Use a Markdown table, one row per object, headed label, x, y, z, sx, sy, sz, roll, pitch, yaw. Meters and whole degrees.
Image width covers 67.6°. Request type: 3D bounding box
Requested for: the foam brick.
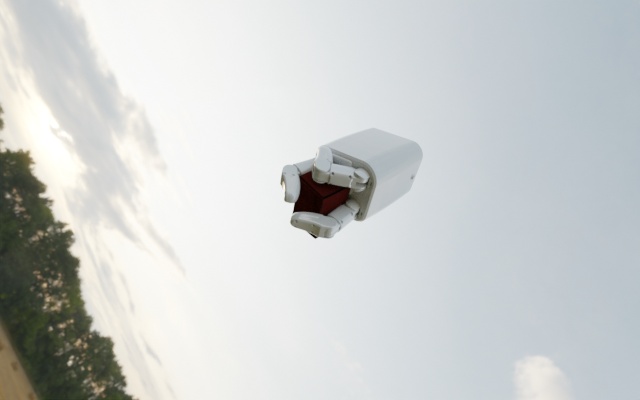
| label | x | y | z | sx | sy | sz | roll | pitch | yaw |
| --- | --- | --- | --- | --- | --- | --- | --- | --- | --- |
| foam brick | 0.000 | 0.002 | 0.645 | 0.051 | 0.078 | 0.053 | -27 | 55 | -35 |
